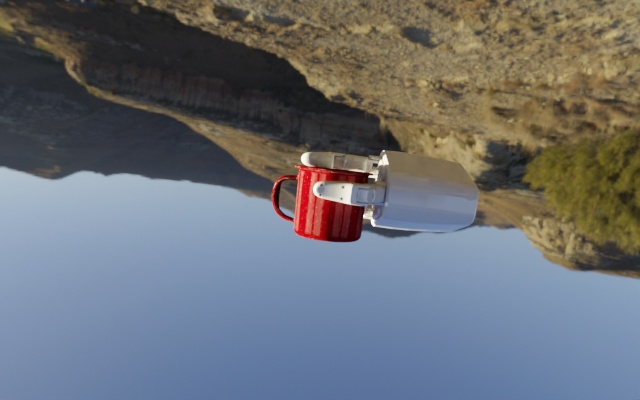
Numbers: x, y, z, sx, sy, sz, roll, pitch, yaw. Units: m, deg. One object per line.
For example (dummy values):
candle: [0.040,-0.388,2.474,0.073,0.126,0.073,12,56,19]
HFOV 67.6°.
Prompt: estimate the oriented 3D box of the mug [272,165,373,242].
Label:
mug: [-0.001,0.002,0.567,0.117,0.081,0.093,6,5,1]
